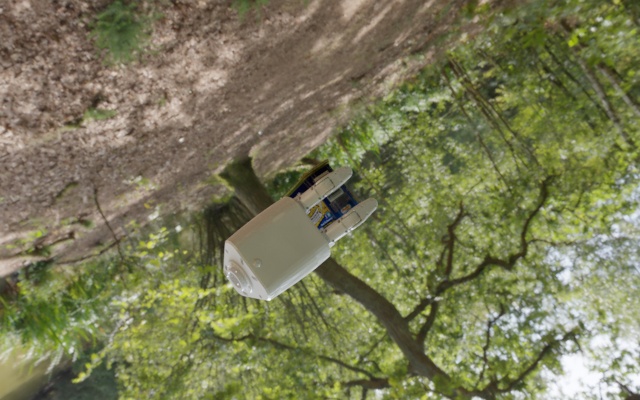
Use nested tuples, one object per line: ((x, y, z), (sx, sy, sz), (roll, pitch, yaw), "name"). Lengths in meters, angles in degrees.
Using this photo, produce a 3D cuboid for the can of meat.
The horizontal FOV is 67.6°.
((0.000, 0.003, 0.686), (0.057, 0.084, 0.102), (-35, -3, -34), "can of meat")
